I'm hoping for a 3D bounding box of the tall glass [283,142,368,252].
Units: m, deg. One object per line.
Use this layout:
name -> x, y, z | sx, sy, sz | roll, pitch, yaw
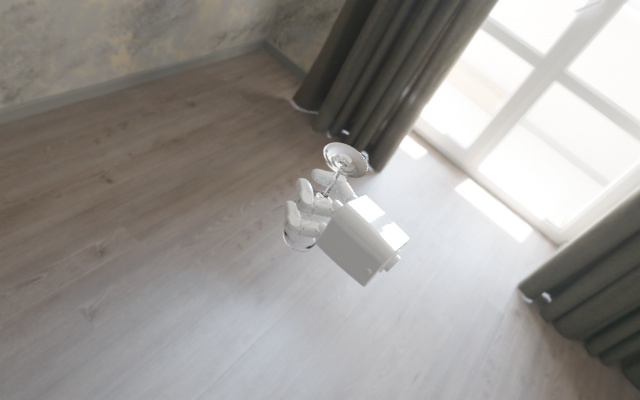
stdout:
tall glass -> 0.000, 0.002, 0.787 | 0.079, 0.079, 0.201 | 0, -40, -30
